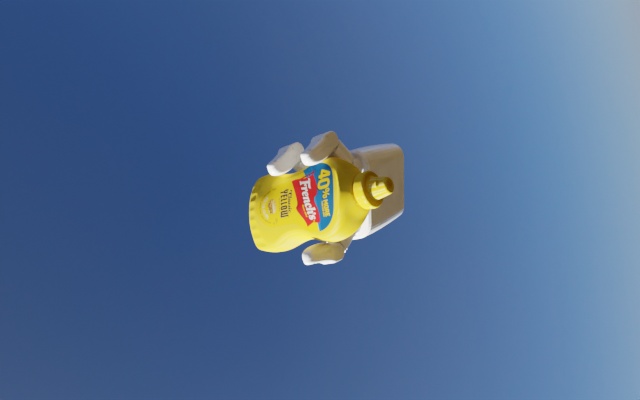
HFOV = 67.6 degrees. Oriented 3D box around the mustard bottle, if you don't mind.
[{"bbox_3d":[0.000,0.002,0.555,0.191,0.096,0.058,-14,-20,39],"label":"mustard bottle"}]
